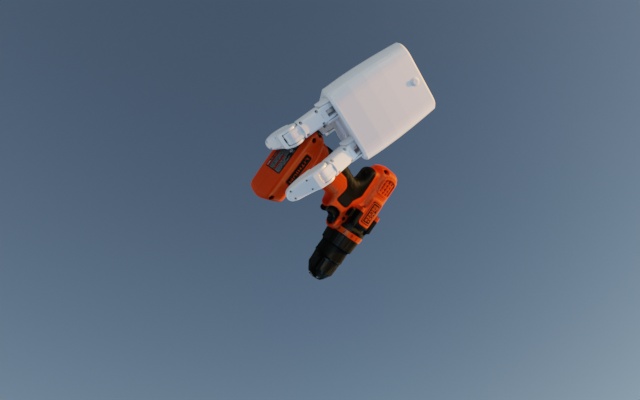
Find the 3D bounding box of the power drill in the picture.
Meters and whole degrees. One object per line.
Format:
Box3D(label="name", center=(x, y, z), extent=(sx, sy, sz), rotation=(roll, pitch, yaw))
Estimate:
Box3D(label="power drill", center=(0.000, 0.002, 0.631), extent=(0.188, 0.184, 0.057), rotation=(35, -2, -42))
